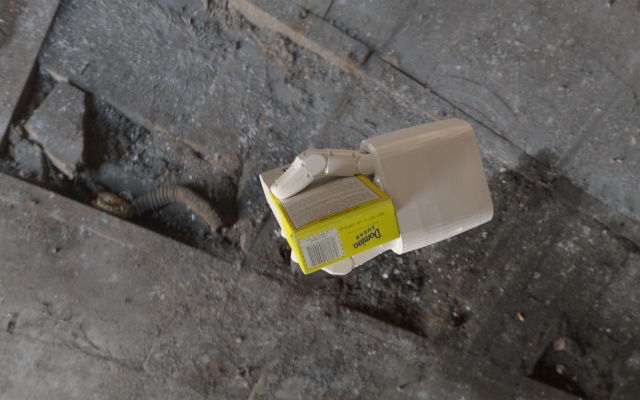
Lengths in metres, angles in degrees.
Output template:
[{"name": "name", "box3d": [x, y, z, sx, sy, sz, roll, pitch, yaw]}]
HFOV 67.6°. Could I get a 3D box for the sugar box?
[{"name": "sugar box", "box3d": [0.000, 0.002, 0.478, 0.093, 0.048, 0.176, -19, 21, -8]}]
